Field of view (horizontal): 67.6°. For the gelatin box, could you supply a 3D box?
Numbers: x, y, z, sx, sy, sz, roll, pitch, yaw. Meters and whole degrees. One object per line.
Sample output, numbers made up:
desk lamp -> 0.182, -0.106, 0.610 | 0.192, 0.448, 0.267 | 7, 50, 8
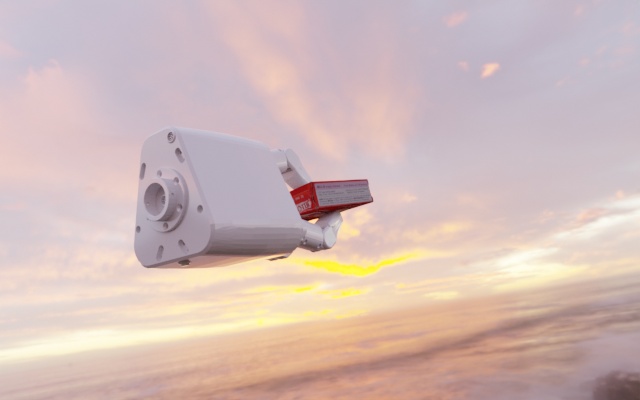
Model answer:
gelatin box -> 0.000, 0.001, 0.512 | 0.089, 0.030, 0.073 | -6, -10, -45
